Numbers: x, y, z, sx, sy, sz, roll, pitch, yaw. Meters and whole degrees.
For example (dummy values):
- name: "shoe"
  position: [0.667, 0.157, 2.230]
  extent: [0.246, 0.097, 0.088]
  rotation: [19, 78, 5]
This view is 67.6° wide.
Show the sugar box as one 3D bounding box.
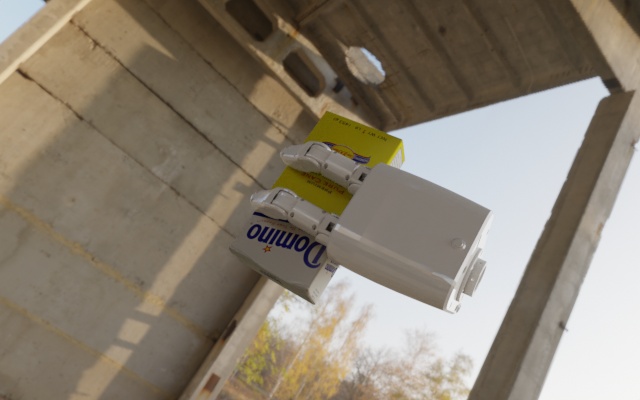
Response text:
- name: "sugar box"
  position: [0.000, 0.001, 0.467]
  extent: [0.093, 0.176, 0.048]
  rotation: [25, -22, 24]
